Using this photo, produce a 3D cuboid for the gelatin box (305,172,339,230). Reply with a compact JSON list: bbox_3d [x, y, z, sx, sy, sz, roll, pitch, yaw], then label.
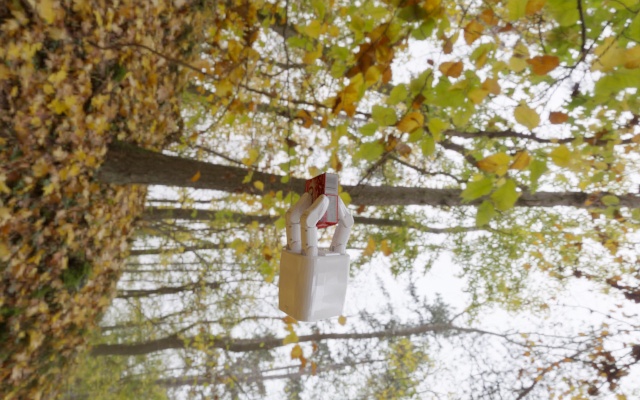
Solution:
[{"bbox_3d":[0.001,0.002,0.816,0.030,0.089,0.073,8,-13,-27],"label":"gelatin box"}]
